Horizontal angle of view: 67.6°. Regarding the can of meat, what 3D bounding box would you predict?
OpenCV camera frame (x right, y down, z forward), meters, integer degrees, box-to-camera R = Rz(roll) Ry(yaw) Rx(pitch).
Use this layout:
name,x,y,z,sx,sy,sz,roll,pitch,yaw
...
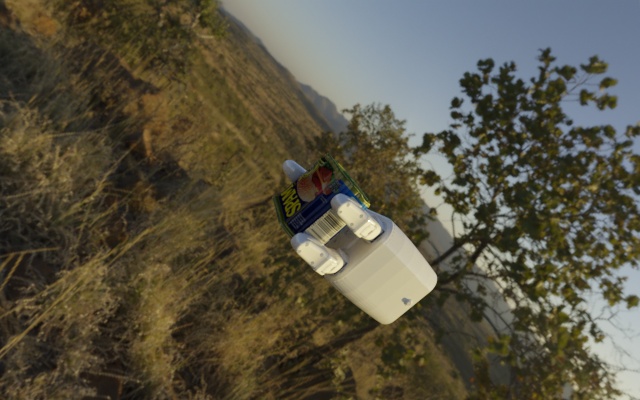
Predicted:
name,x,y,z,sx,sy,sz,roll,pitch,yaw
can of meat,0.000,0.001,0.522,0.084,0.057,0.102,-41,24,7
